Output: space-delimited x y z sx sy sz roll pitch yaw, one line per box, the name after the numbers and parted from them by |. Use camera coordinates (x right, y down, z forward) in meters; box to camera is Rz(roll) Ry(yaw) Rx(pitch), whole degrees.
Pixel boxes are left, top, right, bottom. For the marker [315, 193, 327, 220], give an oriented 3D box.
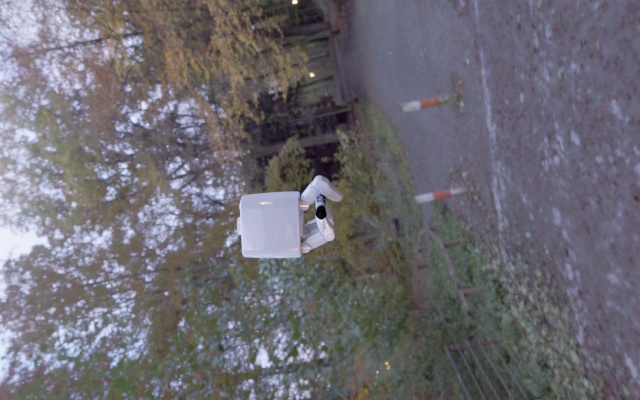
0.000 0.003 0.840 0.020 0.020 0.121 0 22 -1 | marker
